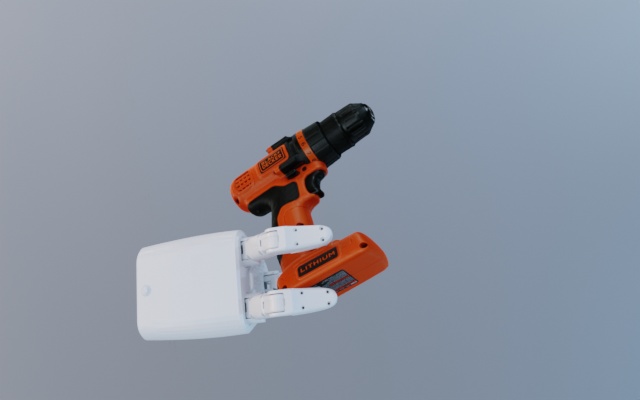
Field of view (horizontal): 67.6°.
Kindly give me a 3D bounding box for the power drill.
[{"bbox_3d":[0.000,0.002,0.491,0.184,0.187,0.057,-34,-41,14],"label":"power drill"}]
